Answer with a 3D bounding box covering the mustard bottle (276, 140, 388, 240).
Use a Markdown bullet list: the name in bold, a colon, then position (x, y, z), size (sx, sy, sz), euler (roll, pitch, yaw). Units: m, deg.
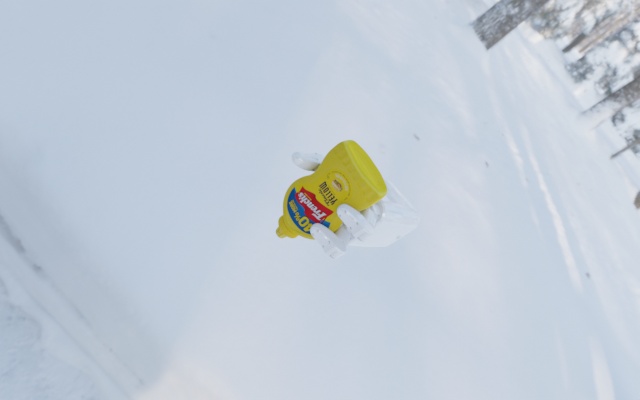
- **mustard bottle**: position (0.000, 0.002, 0.701), size (0.192, 0.096, 0.058), euler (-38, -7, 32)
